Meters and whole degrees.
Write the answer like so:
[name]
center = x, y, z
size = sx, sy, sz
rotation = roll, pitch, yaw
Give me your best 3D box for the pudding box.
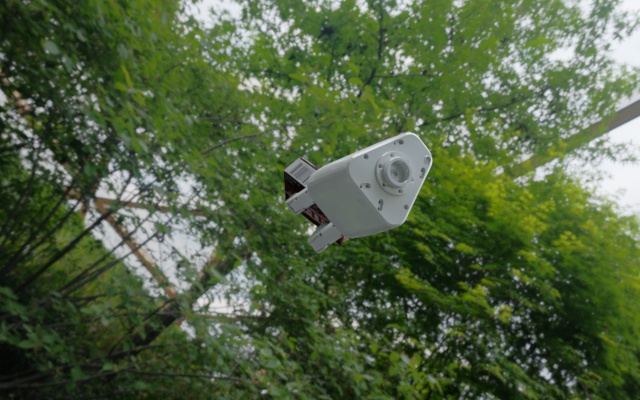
[pudding box]
center = 0.000, 0.002, 0.675
size = 0.113, 0.039, 0.090
rotation = 40, -24, 18
